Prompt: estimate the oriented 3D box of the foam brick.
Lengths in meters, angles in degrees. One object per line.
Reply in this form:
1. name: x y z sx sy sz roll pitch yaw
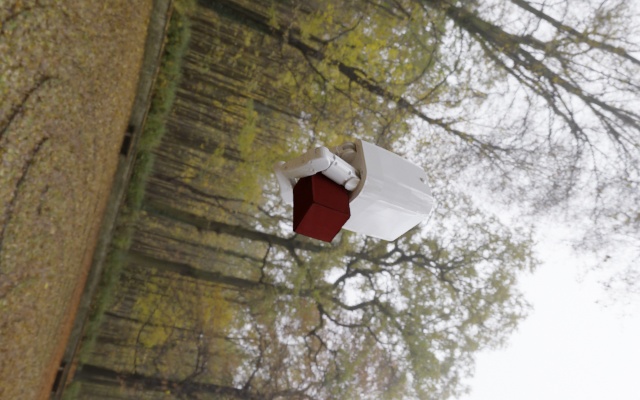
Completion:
1. foam brick: 0.000 0.002 0.574 0.051 0.078 0.053 21 -52 -20
